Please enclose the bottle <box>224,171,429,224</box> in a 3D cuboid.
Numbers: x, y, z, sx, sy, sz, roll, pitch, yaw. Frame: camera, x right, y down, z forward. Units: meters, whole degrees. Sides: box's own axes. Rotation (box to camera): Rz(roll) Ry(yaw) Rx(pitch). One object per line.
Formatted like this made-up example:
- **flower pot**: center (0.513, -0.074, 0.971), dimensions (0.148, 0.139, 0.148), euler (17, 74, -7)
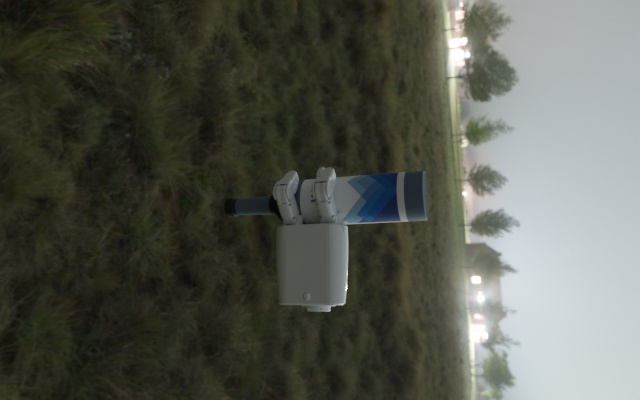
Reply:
- **bottle**: center (0.000, 0.002, 0.677), dimensions (0.296, 0.069, 0.069), euler (-4, -1, 18)
